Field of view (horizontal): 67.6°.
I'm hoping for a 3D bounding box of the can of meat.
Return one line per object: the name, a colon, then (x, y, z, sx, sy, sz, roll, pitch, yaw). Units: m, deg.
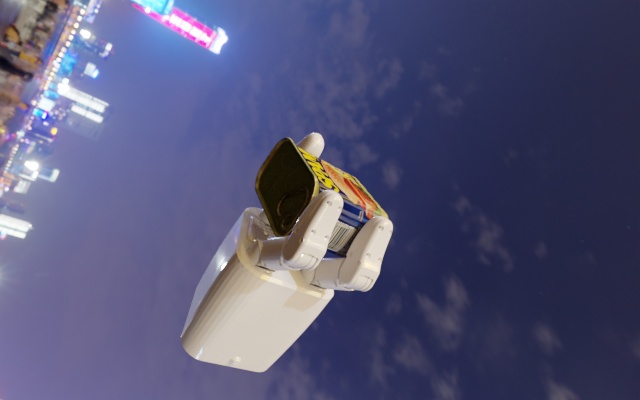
can of meat: (0.000, 0.001, 0.411, 0.084, 0.057, 0.102, 25, 19, -32)
